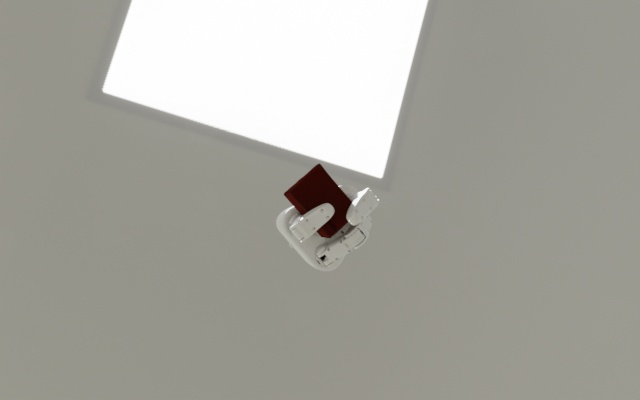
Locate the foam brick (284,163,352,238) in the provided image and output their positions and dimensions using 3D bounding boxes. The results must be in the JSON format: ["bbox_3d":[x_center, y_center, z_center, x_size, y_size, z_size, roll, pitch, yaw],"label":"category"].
[{"bbox_3d":[0.000,0.002,0.592,0.053,0.078,0.051,-42,7,-10],"label":"foam brick"}]
